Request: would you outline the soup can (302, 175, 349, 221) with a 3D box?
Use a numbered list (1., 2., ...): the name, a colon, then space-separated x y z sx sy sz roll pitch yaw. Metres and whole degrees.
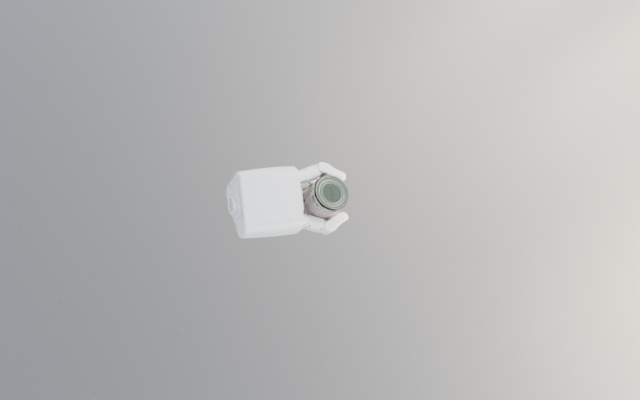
1. soup can: 0.001 0.003 0.870 0.068 0.068 0.102 0 -20 -25
